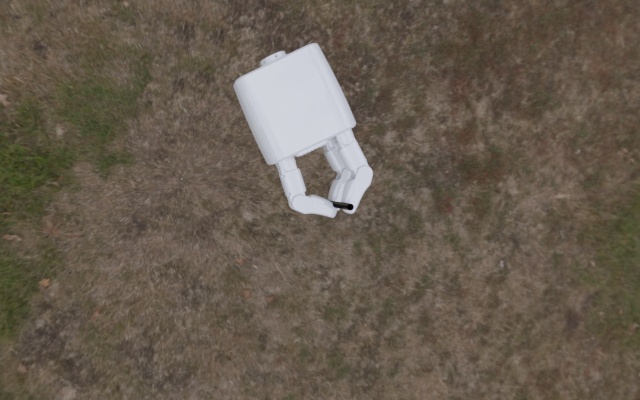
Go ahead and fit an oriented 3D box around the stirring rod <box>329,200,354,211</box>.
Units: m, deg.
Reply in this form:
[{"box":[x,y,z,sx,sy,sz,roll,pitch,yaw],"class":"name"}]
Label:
[{"box":[0.000,0.002,0.650,0.011,0.011,0.239,0,3,-16],"class":"stirring rod"}]
